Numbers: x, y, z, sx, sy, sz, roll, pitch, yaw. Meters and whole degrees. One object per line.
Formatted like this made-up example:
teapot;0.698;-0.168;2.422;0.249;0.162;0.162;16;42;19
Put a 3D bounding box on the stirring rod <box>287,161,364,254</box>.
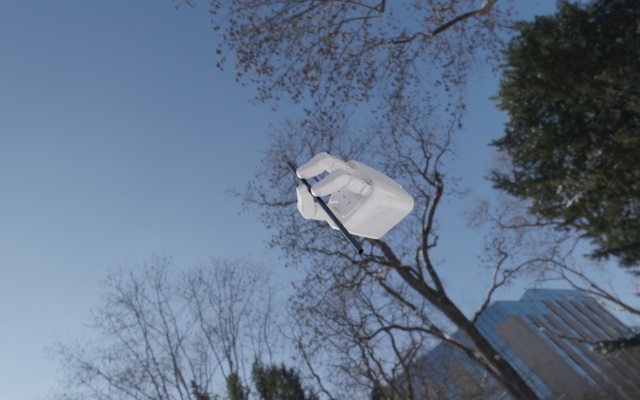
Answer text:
stirring rod;0.000;0.002;0.706;0.011;0.011;0.239;0;32;-31
